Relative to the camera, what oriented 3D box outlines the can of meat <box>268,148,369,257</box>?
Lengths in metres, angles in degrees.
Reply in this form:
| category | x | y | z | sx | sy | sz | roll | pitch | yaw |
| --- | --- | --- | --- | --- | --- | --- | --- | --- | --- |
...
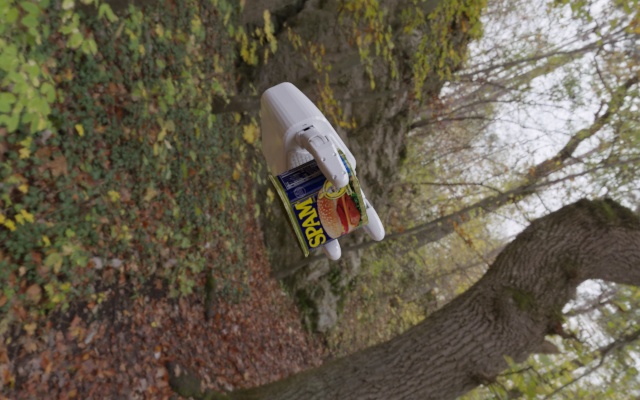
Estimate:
| category | x | y | z | sx | sy | sz | roll | pitch | yaw |
| --- | --- | --- | --- | --- | --- | --- | --- | --- | --- |
| can of meat | 0.000 | 0.002 | 0.534 | 0.084 | 0.102 | 0.057 | -25 | 40 | -8 |
